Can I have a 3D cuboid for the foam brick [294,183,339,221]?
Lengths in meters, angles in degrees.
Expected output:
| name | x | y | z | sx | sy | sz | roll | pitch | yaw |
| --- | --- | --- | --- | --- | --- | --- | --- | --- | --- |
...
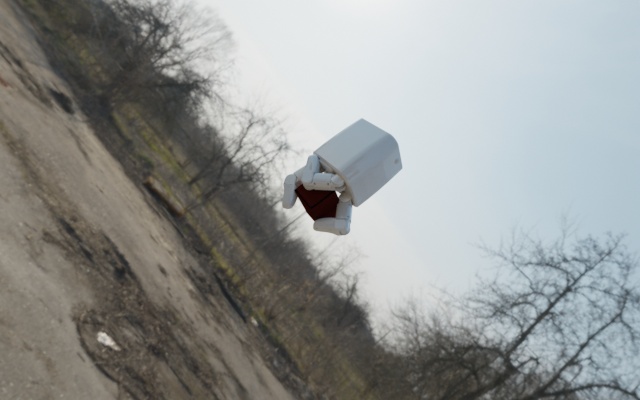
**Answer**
| name | x | y | z | sx | sy | sz | roll | pitch | yaw |
| --- | --- | --- | --- | --- | --- | --- | --- | --- | --- |
| foam brick | 0.000 | 0.003 | 0.797 | 0.051 | 0.053 | 0.078 | -38 | -33 | -8 |
